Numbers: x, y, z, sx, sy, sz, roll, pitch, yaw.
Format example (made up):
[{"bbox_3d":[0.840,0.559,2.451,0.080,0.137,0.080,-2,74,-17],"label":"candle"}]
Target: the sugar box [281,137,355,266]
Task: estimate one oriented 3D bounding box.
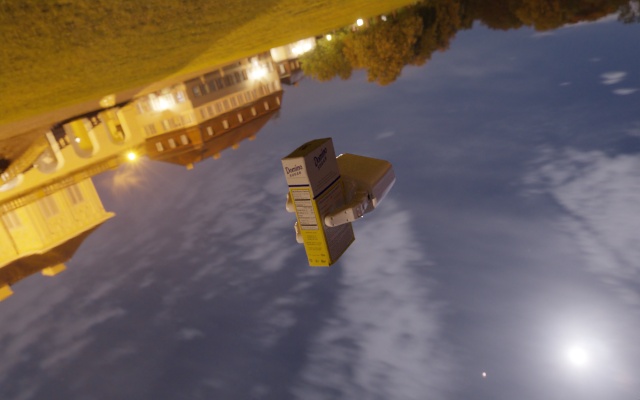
[{"bbox_3d":[0.000,0.002,0.726,0.048,0.176,0.093,-4,21,31],"label":"sugar box"}]
